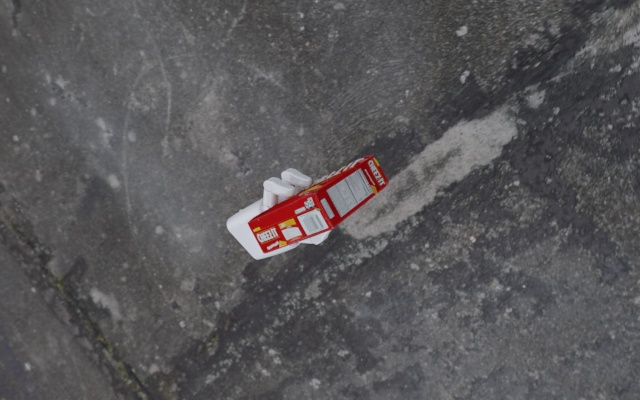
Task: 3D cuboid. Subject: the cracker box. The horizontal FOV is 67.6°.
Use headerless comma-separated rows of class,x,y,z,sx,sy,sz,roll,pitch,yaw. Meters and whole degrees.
cracker box,0.000,0.003,0.846,0.164,0.072,0.213,-23,7,38
